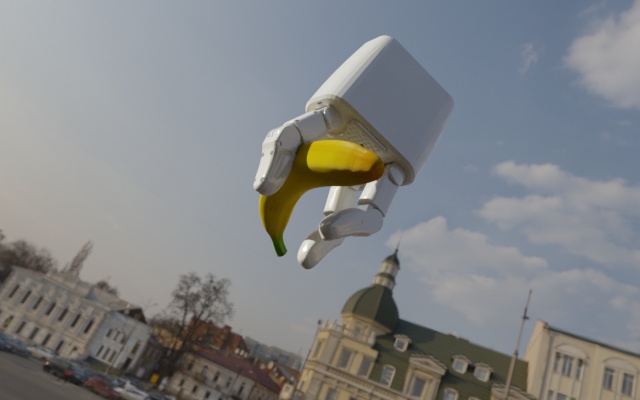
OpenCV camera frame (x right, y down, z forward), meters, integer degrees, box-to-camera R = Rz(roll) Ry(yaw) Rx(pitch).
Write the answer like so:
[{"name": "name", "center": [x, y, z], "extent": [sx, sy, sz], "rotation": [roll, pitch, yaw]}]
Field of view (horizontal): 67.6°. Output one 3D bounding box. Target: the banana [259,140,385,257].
[{"name": "banana", "center": [-0.014, -0.011, 0.417], "extent": [0.037, 0.069, 0.198], "rotation": [-41, -1, -34]}]
